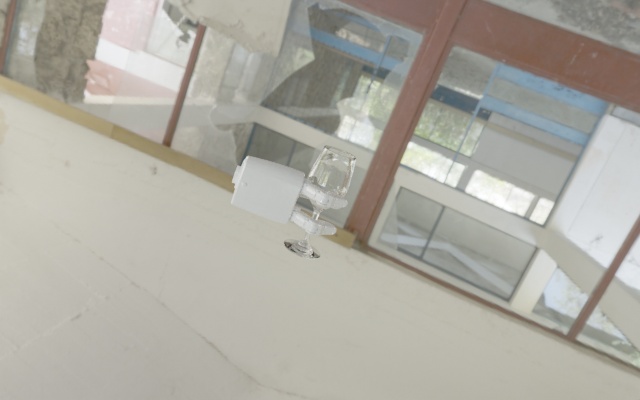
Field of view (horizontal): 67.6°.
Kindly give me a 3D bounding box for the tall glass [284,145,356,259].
[{"bbox_3d":[0.000,0.004,0.878,0.079,0.201,0.079,20,14,-5],"label":"tall glass"}]
